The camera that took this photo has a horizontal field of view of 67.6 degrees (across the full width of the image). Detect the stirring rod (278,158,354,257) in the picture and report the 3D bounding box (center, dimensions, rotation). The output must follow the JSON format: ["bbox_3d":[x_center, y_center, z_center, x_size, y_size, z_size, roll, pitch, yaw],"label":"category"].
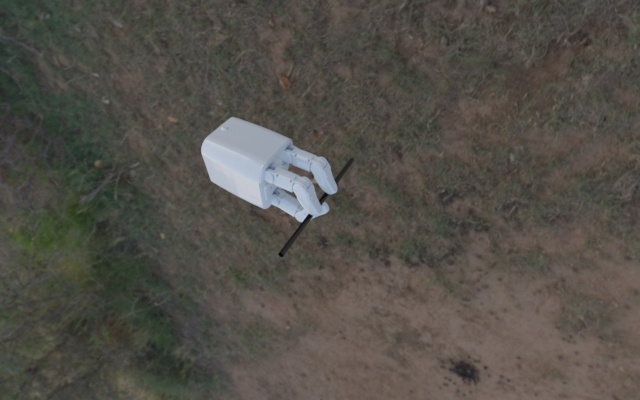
[{"bbox_3d":[0.000,0.002,0.717,0.011,0.011,0.239,0,36,33],"label":"stirring rod"}]
